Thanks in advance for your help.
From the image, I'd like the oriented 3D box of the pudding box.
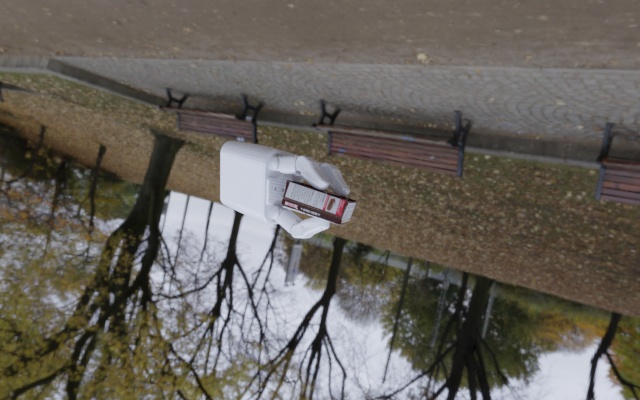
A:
[{"bbox_3d":[0.000,0.002,0.680,0.090,0.039,0.113,18,5,8],"label":"pudding box"}]
